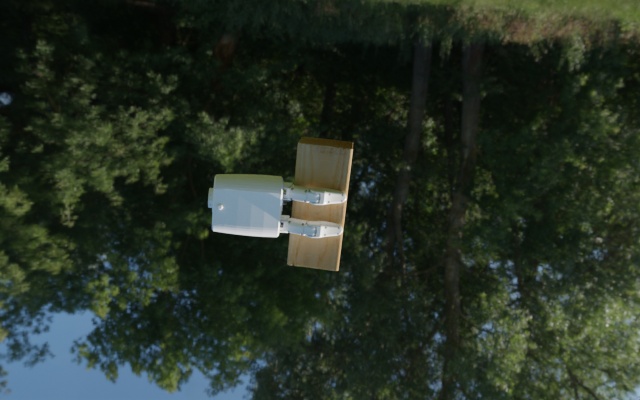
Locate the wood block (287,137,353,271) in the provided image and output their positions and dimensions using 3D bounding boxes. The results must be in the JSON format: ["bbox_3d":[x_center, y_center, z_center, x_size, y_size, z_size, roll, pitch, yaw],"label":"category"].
[{"bbox_3d":[0.000,0.003,0.813,0.090,0.206,0.090,7,15,1],"label":"wood block"}]
